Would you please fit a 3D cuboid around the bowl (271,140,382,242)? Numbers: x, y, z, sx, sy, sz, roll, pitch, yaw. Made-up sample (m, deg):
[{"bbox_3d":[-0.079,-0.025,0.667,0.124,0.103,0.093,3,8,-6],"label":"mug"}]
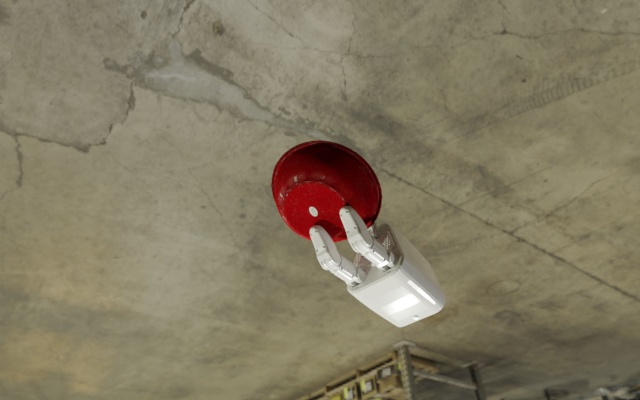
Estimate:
[{"bbox_3d":[-0.001,0.002,0.653,0.162,0.162,0.055,0,29,18],"label":"bowl"}]
